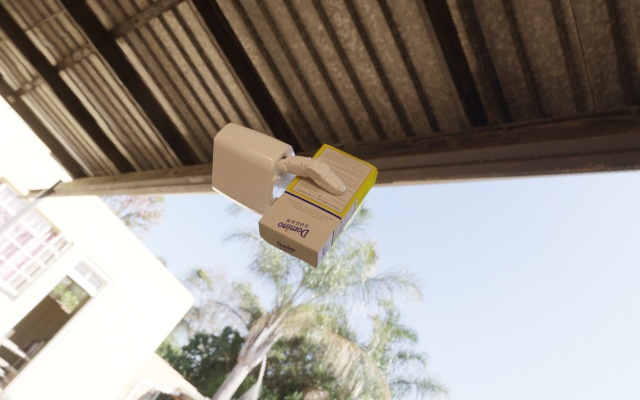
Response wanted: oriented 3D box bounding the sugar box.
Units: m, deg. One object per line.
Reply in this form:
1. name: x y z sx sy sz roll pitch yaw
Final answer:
1. sugar box: 0.000 0.002 0.667 0.093 0.176 0.048 26 -35 17
